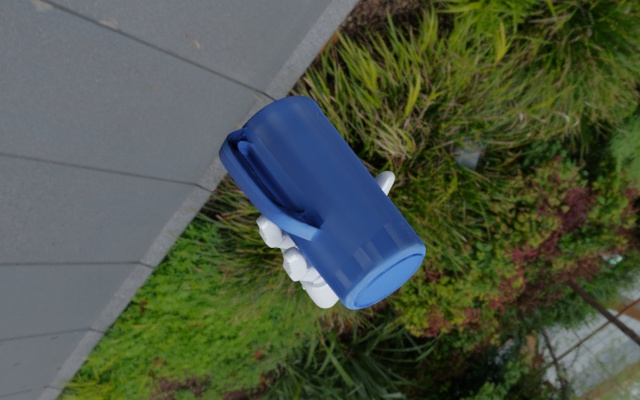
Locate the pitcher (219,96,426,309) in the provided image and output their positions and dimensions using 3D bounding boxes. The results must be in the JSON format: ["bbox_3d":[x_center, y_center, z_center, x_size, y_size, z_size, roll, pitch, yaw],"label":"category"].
[{"bbox_3d":[0.000,0.002,0.552,0.149,0.242,0.145,-32,-27,-12],"label":"pitcher"}]
